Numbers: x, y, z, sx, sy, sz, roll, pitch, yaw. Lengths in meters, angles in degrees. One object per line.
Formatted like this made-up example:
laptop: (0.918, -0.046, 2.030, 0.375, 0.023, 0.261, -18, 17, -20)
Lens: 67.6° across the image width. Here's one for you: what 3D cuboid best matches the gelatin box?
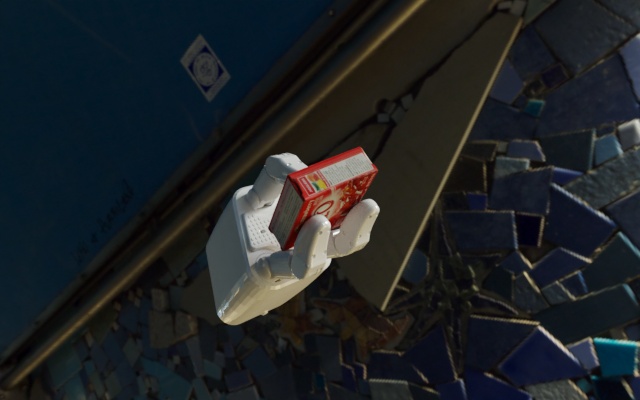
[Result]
gelatin box: (0.000, 0.001, 0.405, 0.073, 0.030, 0.089, -23, -23, -29)
